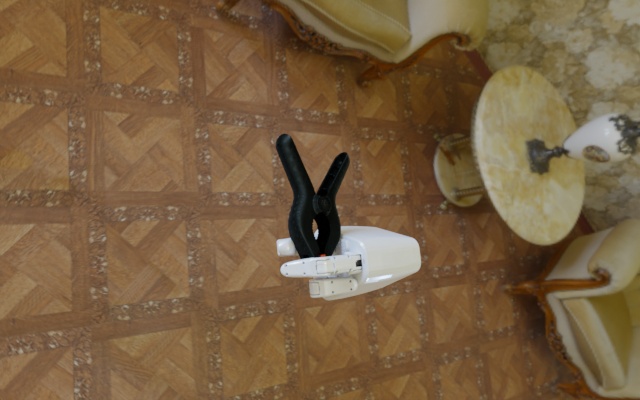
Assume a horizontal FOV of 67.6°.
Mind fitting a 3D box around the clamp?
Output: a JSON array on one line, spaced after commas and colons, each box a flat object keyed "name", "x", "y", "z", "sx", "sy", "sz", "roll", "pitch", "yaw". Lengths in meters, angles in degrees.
[{"name": "clamp", "x": 0.000, "y": 0.002, "z": 0.615, "sx": 0.120, "sy": 0.171, "sz": 0.039, "roll": -1, "pitch": -7, "yaw": -38}]
